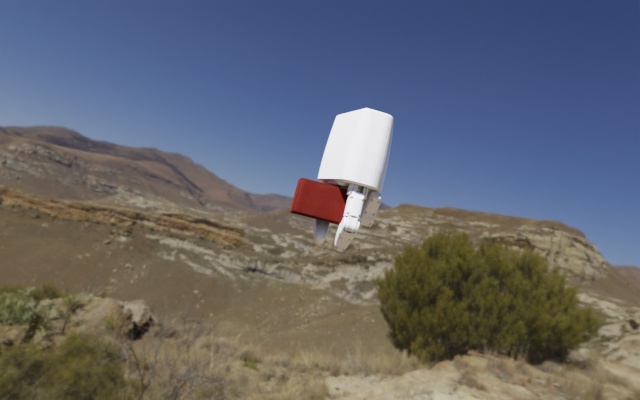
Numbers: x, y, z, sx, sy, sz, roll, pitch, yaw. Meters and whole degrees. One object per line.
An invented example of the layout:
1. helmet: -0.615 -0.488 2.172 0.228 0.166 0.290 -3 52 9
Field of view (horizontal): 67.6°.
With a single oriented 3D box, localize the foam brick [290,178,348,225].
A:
1. foam brick: 0.000 0.002 0.684 0.078 0.051 0.053 14 -3 -8
